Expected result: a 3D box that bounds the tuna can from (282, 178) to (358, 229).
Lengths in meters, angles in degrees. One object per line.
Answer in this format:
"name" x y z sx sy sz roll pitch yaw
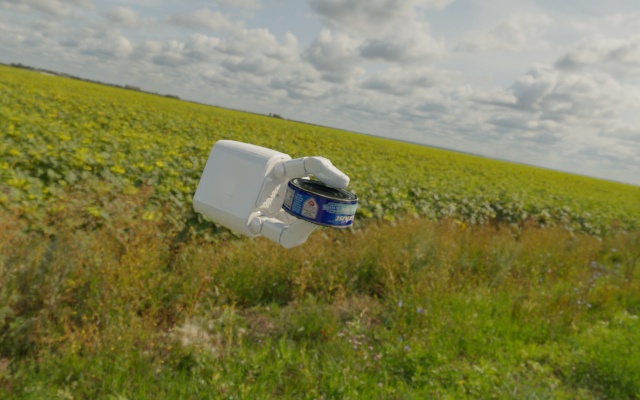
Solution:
"tuna can" 0.000 0.001 0.556 0.086 0.034 0.086 15 12 -3
